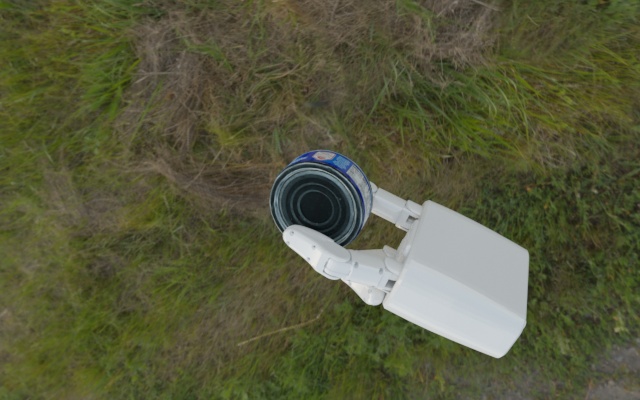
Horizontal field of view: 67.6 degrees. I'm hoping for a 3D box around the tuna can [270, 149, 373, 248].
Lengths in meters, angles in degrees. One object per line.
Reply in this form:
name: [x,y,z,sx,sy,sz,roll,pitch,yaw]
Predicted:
tuna can: [0.000,0.002,0.413,0.086,0.086,0.033,0,22,20]
